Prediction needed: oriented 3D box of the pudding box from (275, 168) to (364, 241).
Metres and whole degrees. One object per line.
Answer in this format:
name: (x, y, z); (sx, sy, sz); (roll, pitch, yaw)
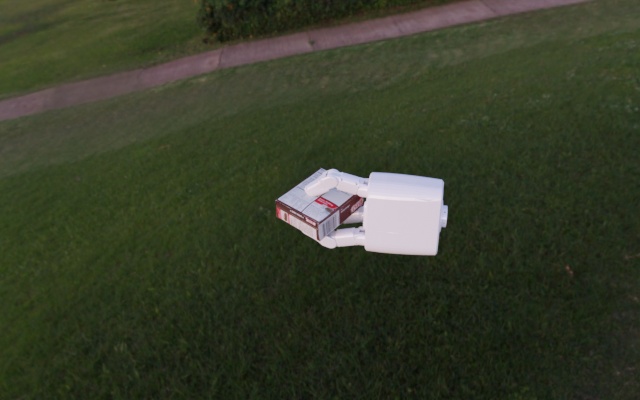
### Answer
pudding box: (0.000, 0.002, 0.739); (0.090, 0.039, 0.113); (27, 46, 31)
